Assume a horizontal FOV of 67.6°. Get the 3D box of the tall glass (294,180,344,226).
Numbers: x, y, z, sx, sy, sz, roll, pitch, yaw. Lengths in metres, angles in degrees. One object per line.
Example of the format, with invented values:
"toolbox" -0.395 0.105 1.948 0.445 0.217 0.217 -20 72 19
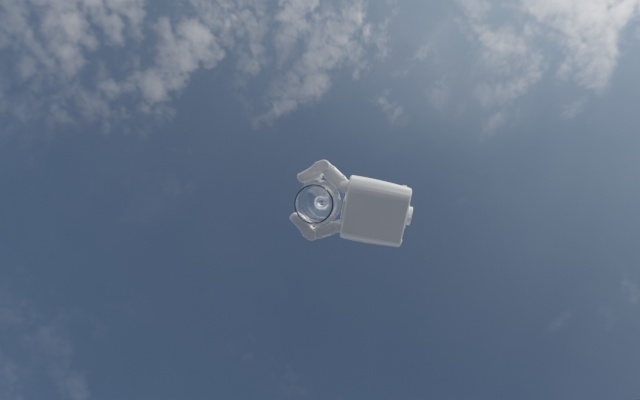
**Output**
"tall glass" 0.000 0.003 0.842 0.079 0.079 0.201 0 2 6
